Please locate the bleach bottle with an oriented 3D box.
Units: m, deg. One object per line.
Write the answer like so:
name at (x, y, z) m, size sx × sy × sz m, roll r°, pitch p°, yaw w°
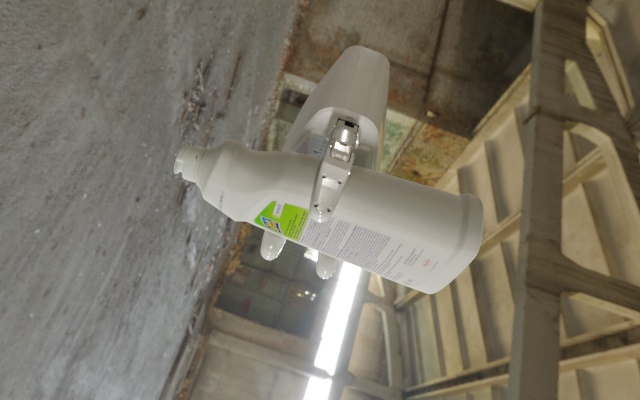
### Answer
bleach bottle at (0.000, 0.001, 0.408) m, size 0.251 × 0.068 × 0.103 m, roll 20°, pitch -38°, yaw -3°
